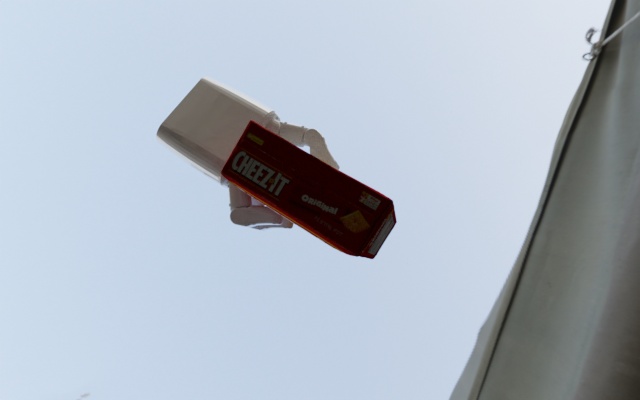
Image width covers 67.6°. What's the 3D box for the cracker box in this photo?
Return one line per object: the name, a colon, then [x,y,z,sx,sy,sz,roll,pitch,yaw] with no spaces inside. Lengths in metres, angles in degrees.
cracker box: [0.000,0.002,0.553,0.164,0.072,0.214,30,-1,12]
